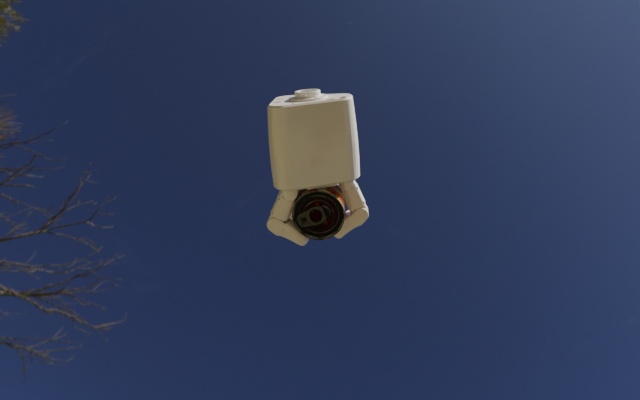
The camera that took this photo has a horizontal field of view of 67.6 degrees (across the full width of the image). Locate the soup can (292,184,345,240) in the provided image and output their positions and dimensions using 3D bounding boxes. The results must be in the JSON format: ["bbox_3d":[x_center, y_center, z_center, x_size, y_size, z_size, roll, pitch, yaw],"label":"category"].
[{"bbox_3d":[0.000,0.002,0.653,0.068,0.068,0.102,0,20,3],"label":"soup can"}]
